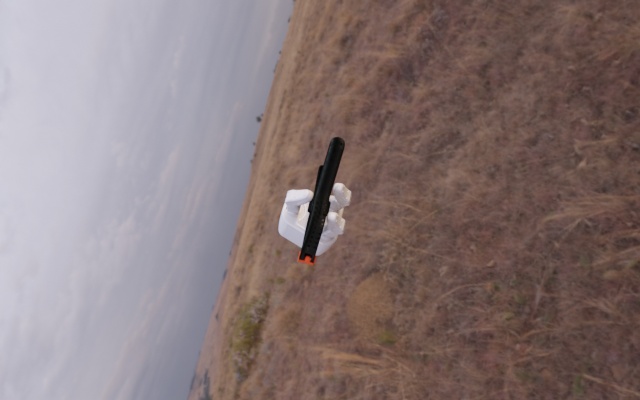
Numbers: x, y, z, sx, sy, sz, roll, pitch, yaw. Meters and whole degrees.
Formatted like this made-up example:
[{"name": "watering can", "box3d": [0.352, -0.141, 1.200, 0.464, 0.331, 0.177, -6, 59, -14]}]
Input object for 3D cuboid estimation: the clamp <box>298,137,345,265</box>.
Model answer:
[{"name": "clamp", "box3d": [-0.001, 0.003, 0.812, 0.036, 0.210, 0.165, 14, -22, -3]}]
